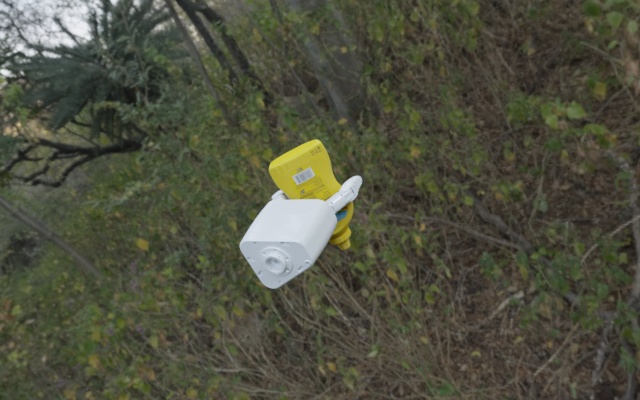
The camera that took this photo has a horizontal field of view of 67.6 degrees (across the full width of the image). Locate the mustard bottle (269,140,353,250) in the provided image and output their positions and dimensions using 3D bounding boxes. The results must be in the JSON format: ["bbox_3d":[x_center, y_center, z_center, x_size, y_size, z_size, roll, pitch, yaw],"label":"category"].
[{"bbox_3d":[0.000,0.002,0.792,0.096,0.192,0.058,-27,20,6],"label":"mustard bottle"}]
